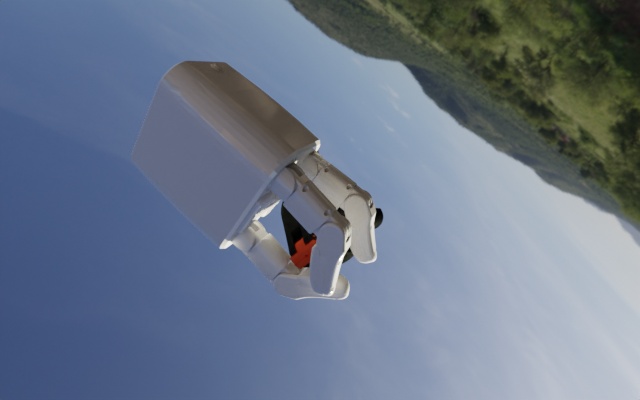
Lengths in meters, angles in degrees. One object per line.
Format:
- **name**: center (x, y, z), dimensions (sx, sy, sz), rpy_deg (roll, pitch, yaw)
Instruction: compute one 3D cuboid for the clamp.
- **clamp**: center (0.000, 0.002, 0.438), dimensions (0.120, 0.039, 0.171), rpy_deg (43, 22, 2)
